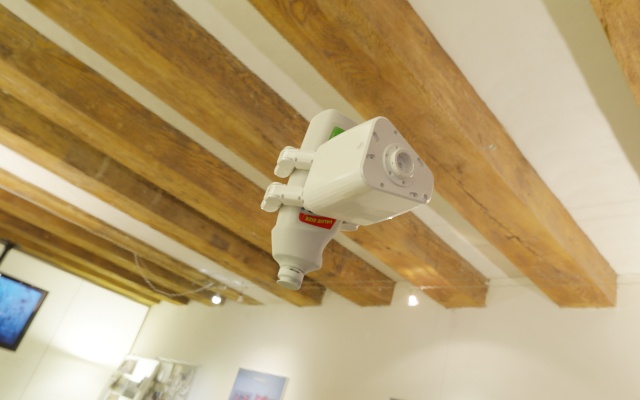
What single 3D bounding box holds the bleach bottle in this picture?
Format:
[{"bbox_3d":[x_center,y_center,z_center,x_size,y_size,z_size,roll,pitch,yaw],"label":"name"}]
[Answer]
[{"bbox_3d":[0.000,0.002,0.645,0.102,0.250,0.068,32,-31,-26],"label":"bleach bottle"}]
